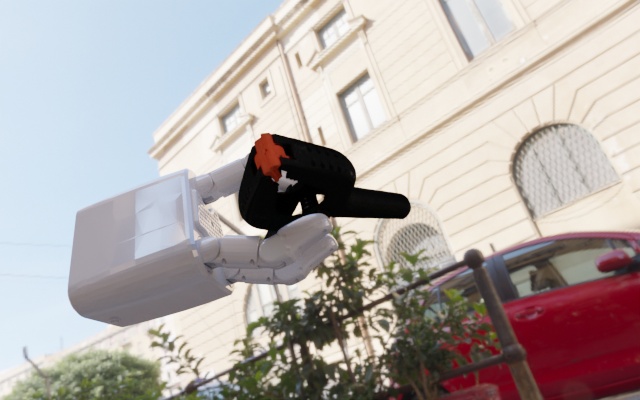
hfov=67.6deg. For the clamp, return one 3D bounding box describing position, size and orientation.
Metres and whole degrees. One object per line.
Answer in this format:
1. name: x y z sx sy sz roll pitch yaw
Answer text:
1. clamp: -0.001 0.000 0.400 0.164 0.036 0.210 -21 -24 -1
